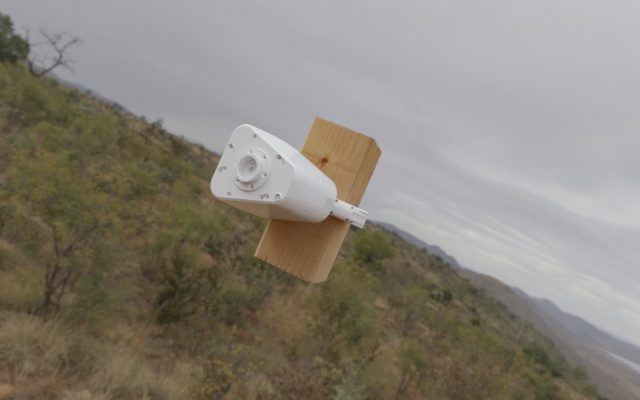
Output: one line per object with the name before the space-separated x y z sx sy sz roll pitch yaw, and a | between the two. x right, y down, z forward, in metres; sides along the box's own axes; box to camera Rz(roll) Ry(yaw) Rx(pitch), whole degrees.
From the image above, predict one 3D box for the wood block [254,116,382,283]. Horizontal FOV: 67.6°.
wood block | 0.000 0.002 0.669 0.091 0.206 0.090 24 0 16
